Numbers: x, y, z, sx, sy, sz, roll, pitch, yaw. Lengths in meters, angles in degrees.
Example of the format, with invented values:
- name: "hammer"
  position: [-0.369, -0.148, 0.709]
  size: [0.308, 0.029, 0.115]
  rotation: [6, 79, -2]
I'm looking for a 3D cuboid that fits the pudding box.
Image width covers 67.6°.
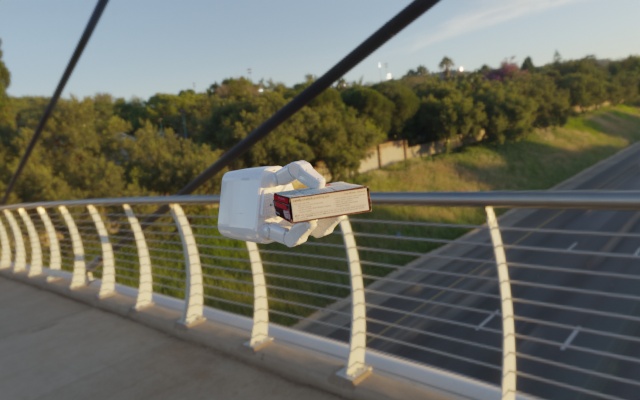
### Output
- name: "pudding box"
  position: [0.000, 0.002, 0.651]
  size: [0.113, 0.039, 0.090]
  rotation: [-10, 9, -17]
